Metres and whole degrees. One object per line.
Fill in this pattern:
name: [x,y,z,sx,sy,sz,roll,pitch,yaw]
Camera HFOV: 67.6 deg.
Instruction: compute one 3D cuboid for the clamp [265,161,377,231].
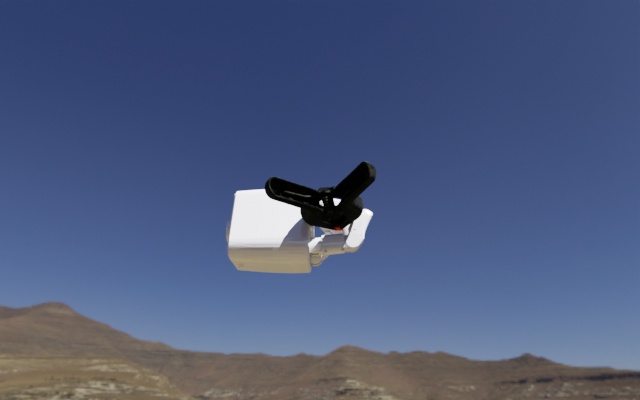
clamp: [0.000,0.001,0.574,0.120,0.039,0.171,-1,-23,0]
